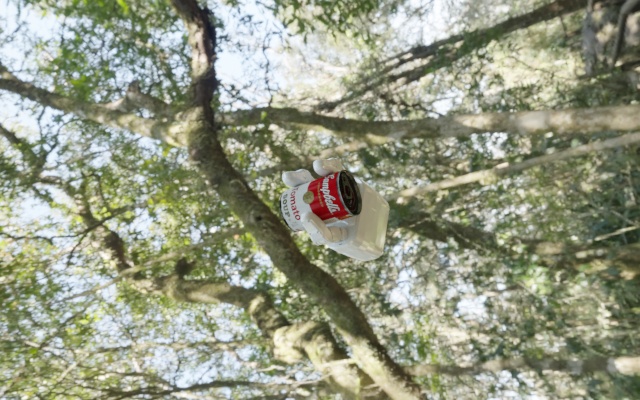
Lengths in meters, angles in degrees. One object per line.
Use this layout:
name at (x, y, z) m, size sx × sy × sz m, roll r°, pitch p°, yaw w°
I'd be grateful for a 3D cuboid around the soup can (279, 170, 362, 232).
soup can at (0.000, 0.002, 0.694) m, size 0.102 × 0.068 × 0.068 m, roll -18°, pitch -9°, yaw 28°
